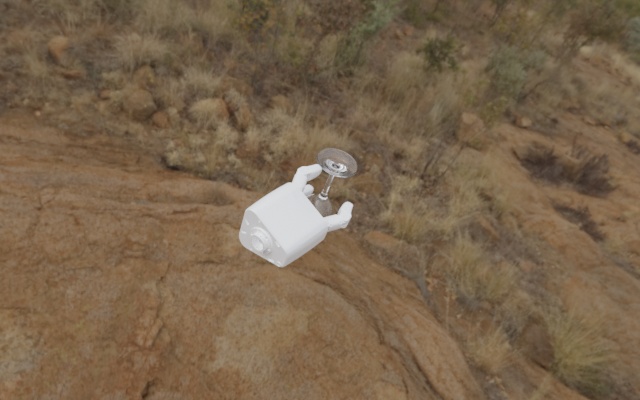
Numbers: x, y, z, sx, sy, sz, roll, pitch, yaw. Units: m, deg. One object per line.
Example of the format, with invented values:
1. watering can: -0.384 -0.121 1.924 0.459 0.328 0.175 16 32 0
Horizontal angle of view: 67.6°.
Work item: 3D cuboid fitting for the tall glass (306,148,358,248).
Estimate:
1. tall glass: 0.000 0.002 0.890 0.079 0.079 0.201 0 -44 -23
